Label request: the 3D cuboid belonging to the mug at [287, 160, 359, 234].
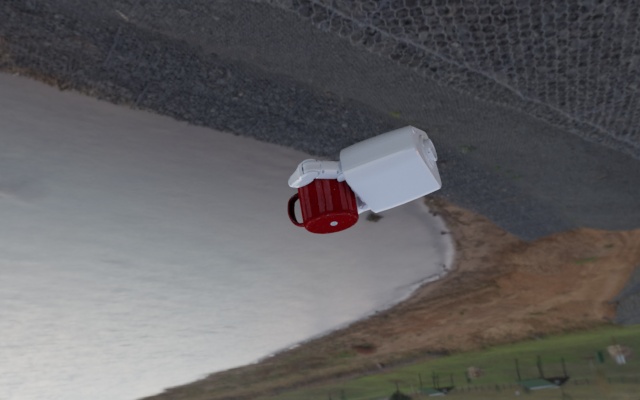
[{"bbox_3d":[-0.001,0.003,0.707,0.117,0.081,0.093,-21,-25,25],"label":"mug"}]
